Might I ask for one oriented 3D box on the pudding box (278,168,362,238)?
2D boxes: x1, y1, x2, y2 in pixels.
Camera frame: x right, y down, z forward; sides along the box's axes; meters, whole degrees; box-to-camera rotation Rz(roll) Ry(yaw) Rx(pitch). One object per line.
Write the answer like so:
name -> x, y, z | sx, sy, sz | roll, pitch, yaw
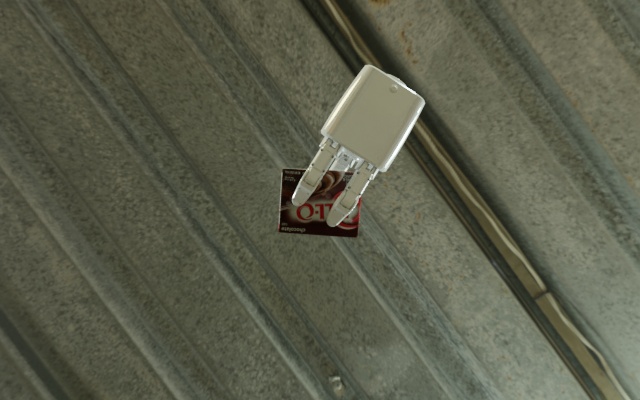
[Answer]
pudding box -> 0.000, 0.002, 0.664 | 0.113, 0.090, 0.039 | 4, 6, 0
